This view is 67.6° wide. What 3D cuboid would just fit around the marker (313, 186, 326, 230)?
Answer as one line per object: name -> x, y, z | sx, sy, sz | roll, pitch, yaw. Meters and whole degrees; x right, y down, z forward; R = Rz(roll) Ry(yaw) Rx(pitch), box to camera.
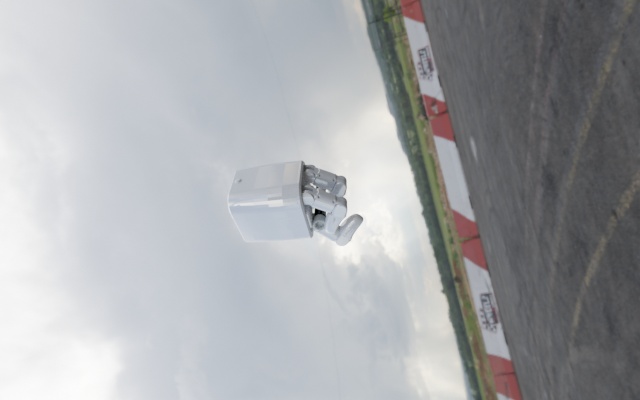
marker -> 0.000, 0.002, 0.743 | 0.020, 0.020, 0.121 | 0, 34, 2
